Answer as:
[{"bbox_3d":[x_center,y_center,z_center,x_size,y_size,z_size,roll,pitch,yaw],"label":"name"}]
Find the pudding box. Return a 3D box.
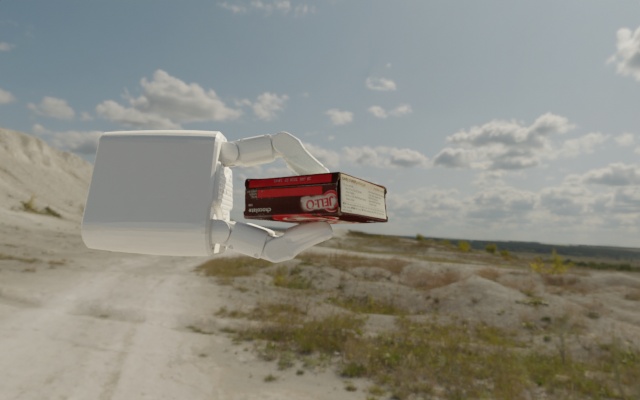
[{"bbox_3d":[0.000,0.001,0.425,0.090,0.039,0.113,-2,-4,27],"label":"pudding box"}]
